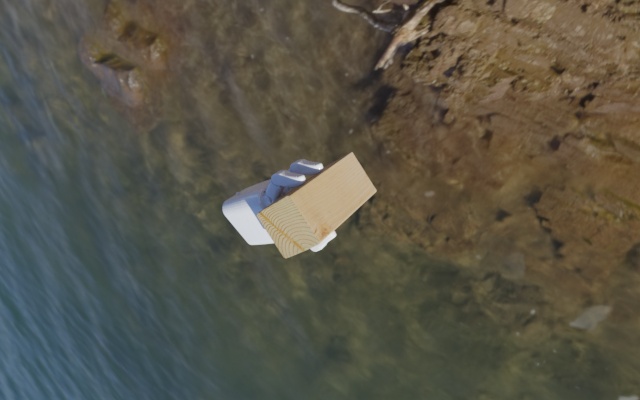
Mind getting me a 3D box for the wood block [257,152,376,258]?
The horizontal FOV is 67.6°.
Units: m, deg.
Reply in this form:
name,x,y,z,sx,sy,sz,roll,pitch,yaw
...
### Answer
name,x,y,z,sx,sy,sz,roll,pitch,yaw
wood block,0.000,0.003,0.830,0.090,0.091,0.206,-28,7,40
